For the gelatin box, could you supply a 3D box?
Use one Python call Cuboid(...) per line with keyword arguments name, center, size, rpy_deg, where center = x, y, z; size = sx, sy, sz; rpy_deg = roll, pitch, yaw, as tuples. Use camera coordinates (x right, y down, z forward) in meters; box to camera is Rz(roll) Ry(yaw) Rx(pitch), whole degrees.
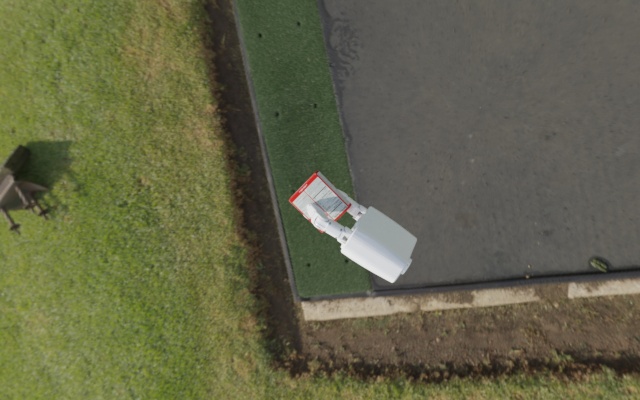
Cuboid(name="gelatin box", center=(0.000, 0.003, 0.865), size=(0.073, 0.089, 0.030), rpy_deg=(-45, 3, 19))
